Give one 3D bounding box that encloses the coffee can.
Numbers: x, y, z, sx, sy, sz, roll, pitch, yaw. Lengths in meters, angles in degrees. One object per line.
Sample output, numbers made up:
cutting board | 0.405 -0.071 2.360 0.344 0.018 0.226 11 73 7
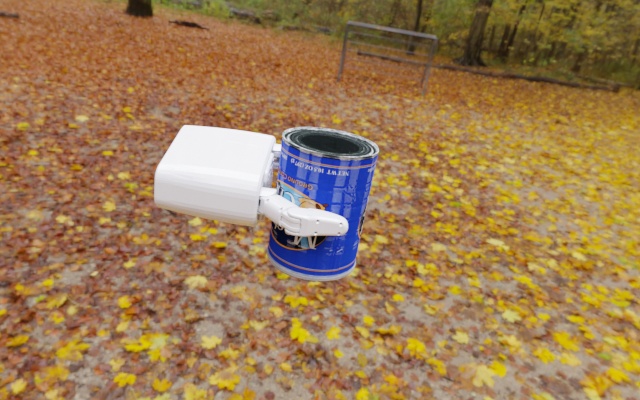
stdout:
coffee can | 0.000 0.002 0.521 0.103 0.140 0.102 8 22 -3
